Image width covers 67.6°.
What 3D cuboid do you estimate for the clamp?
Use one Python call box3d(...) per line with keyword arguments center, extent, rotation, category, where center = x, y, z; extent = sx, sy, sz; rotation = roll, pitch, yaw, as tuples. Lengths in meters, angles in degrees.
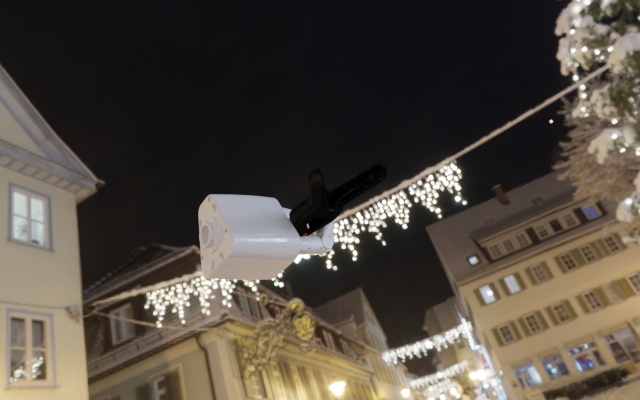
box3d(center=(0.000, 0.002, 0.651), extent=(0.120, 0.039, 0.171), rotation=(5, -37, -40), category="clamp")
